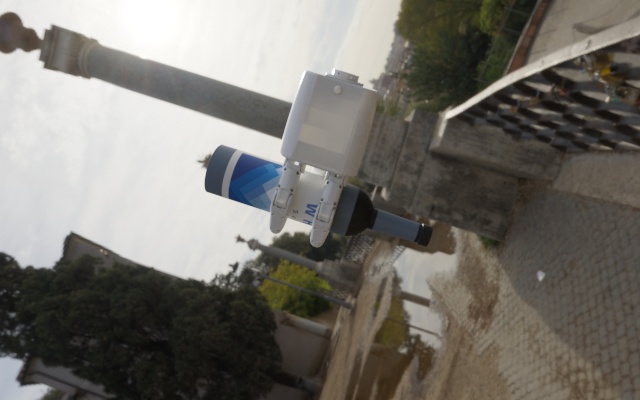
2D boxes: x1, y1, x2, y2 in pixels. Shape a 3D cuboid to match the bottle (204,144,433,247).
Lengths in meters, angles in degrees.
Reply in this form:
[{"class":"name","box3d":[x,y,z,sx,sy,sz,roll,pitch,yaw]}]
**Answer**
[{"class":"bottle","box3d":[0.000,0.002,0.622,0.296,0.069,0.069,18,1,3]}]
